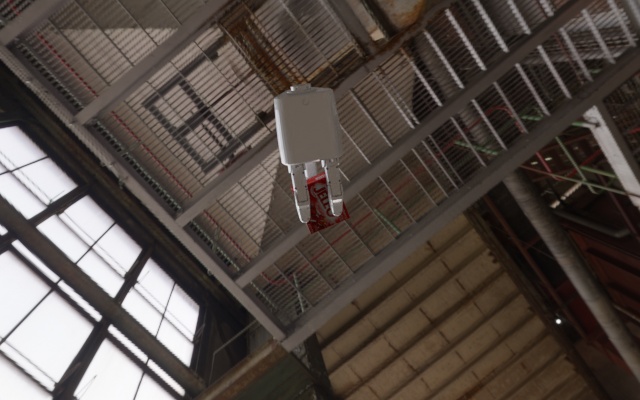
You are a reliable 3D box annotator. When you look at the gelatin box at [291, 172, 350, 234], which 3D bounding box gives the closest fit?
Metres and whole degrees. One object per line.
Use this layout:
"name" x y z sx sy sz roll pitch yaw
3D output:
"gelatin box" 0.000 0.003 0.805 0.073 0.089 0.030 -23 24 -1
